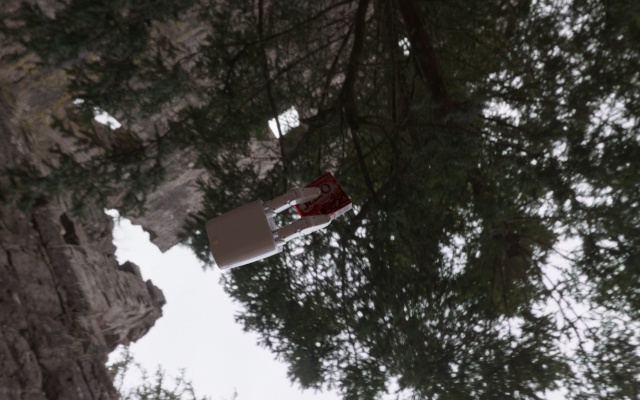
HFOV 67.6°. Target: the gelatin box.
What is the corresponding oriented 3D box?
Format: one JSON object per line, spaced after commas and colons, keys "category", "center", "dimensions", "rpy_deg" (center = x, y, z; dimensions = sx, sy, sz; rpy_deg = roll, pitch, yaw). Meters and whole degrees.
{"category": "gelatin box", "center": [0.000, 0.003, 0.848], "dimensions": [0.089, 0.073, 0.030], "rpy_deg": [-31, -22, -10]}
